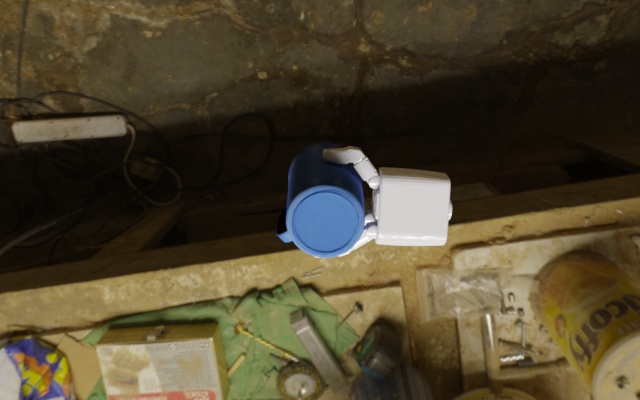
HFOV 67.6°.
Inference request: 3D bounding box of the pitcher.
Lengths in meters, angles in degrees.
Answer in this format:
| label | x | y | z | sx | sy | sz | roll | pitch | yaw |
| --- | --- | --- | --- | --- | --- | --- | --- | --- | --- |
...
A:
| label | x | y | z | sx | sy | sz | roll | pitch | yaw |
| --- | --- | --- | --- | --- | --- | --- | --- | --- | --- |
| pitcher | 0.000 | 0.002 | 0.754 | 0.145 | 0.149 | 0.242 | 3 | 17 | 0 |
